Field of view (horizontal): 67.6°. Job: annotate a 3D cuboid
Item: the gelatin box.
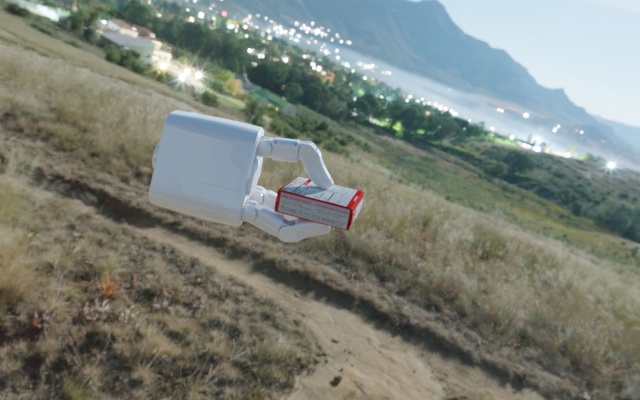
[{"bbox_3d":[0.000,0.001,0.557,0.089,0.030,0.073,13,18,11],"label":"gelatin box"}]
